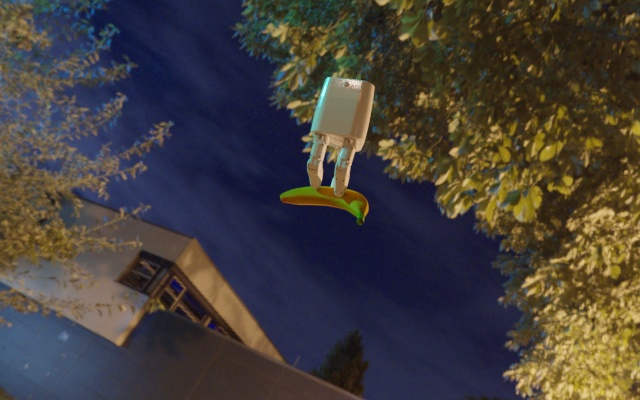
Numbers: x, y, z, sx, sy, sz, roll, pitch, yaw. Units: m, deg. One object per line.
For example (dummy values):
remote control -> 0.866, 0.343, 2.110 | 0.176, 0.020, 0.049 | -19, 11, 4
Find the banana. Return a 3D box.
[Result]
banana -> 0.015, -0.002, 0.859 | 0.198, 0.037, 0.069 | 13, 24, 41
